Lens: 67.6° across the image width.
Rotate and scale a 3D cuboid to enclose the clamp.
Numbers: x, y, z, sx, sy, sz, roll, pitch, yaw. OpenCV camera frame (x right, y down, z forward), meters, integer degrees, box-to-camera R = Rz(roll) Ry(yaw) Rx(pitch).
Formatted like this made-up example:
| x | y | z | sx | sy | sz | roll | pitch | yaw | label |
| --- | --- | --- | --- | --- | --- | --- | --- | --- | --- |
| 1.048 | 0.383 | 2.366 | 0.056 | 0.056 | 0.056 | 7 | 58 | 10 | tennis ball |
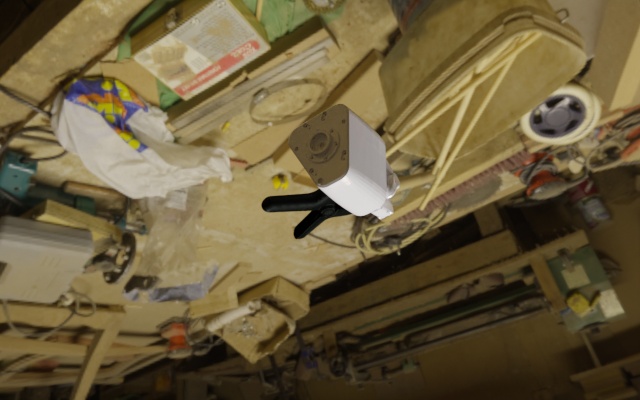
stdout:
| x | y | z | sx | sy | sz | roll | pitch | yaw | label |
| --- | --- | --- | --- | --- | --- | --- | --- | --- | --- |
| 0.000 | 0.003 | 0.718 | 0.171 | 0.039 | 0.120 | -28 | -31 | 21 | clamp |
